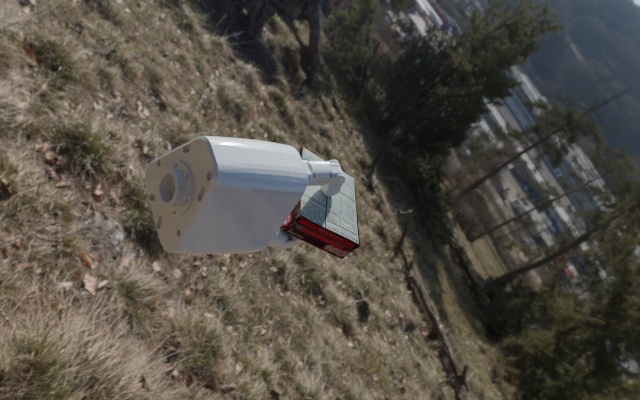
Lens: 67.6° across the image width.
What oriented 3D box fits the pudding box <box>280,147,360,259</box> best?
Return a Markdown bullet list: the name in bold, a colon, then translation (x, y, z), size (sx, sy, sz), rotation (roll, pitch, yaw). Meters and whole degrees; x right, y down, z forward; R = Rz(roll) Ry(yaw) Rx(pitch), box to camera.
- **pudding box**: translation (0.000, 0.002, 0.560), size (0.090, 0.113, 0.039), rotation (29, -48, -29)
